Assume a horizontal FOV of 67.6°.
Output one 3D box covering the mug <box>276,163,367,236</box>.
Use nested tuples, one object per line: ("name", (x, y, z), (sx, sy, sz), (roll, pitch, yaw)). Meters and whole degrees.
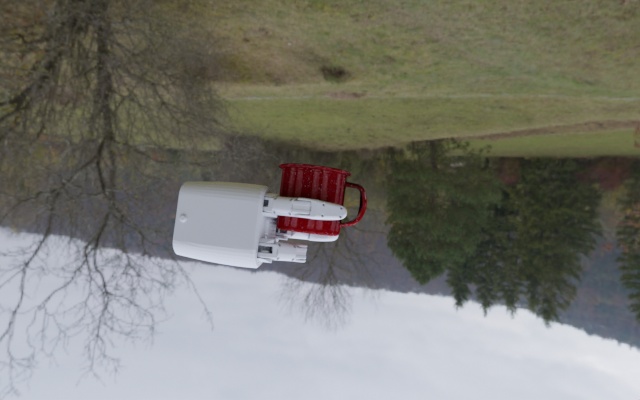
("mug", (0.002, 0.002, 0.603), (0.117, 0.081, 0.093), (6, -3, 11))
